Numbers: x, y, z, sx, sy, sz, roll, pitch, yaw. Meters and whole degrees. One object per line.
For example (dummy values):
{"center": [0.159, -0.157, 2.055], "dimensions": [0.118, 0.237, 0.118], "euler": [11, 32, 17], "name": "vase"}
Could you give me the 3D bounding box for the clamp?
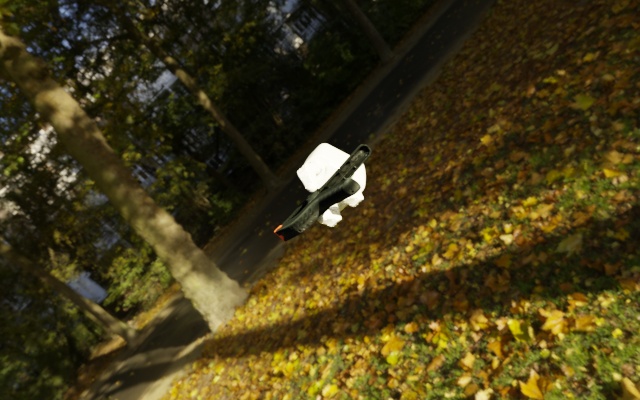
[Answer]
{"center": [-0.001, 0.002, 0.771], "dimensions": [0.210, 0.036, 0.164], "euler": [-43, 9, 19], "name": "clamp"}
